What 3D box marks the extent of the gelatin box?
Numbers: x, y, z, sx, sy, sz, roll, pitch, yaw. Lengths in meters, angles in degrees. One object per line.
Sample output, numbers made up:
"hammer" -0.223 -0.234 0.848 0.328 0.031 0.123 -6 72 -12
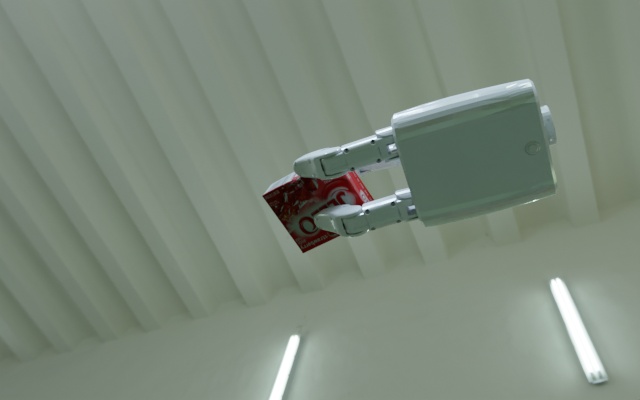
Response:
"gelatin box" 0.000 0.001 0.462 0.089 0.073 0.030 -27 16 28
